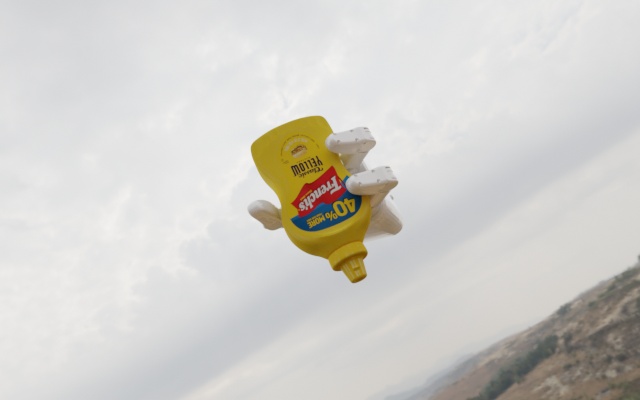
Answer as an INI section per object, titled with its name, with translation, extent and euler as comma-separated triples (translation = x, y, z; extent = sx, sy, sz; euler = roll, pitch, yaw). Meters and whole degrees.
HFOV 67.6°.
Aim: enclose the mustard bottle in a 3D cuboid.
[mustard bottle]
translation = 0.000, 0.001, 0.518
extent = 0.096, 0.191, 0.058
euler = -23, -24, -9
